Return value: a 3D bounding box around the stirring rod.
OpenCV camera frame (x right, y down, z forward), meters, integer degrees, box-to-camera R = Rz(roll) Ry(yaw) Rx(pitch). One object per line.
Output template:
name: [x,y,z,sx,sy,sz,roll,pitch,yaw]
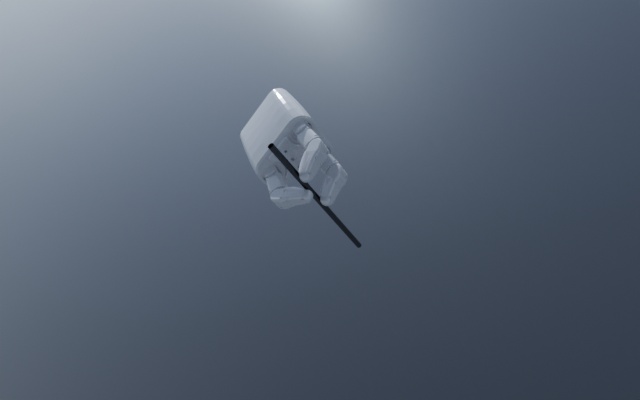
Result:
stirring rod: [0.000,0.002,0.638,0.011,0.011,0.240,0,-33,35]
